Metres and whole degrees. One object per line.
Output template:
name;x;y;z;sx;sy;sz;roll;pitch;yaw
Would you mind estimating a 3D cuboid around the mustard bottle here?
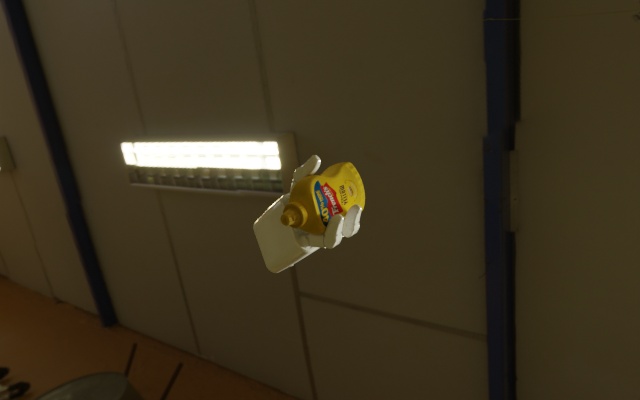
mustard bottle;0.001;0.002;0.795;0.058;0.096;0.191;-6;13;39
